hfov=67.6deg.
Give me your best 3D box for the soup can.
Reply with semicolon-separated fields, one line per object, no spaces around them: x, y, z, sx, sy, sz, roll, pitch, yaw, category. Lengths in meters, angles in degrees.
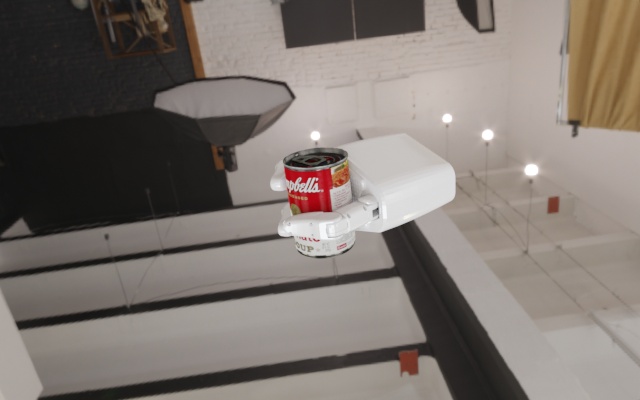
0.000;0.002;0.509;0.068;0.102;0.068;-6;22;2;soup can
